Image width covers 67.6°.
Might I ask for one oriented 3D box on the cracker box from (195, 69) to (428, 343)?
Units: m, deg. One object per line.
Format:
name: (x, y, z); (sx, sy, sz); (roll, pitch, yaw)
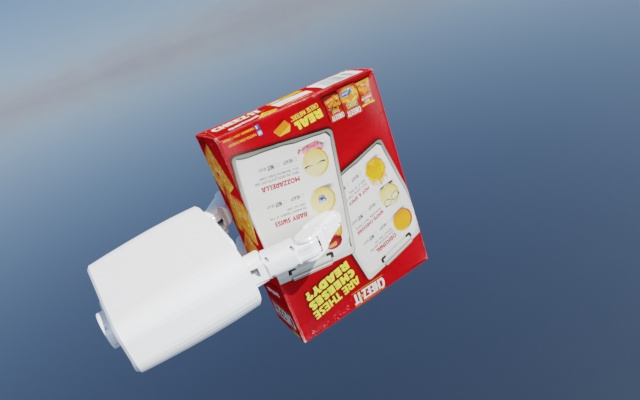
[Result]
cracker box: (0.000, 0.001, 0.470); (0.164, 0.214, 0.072); (-29, 24, -21)
